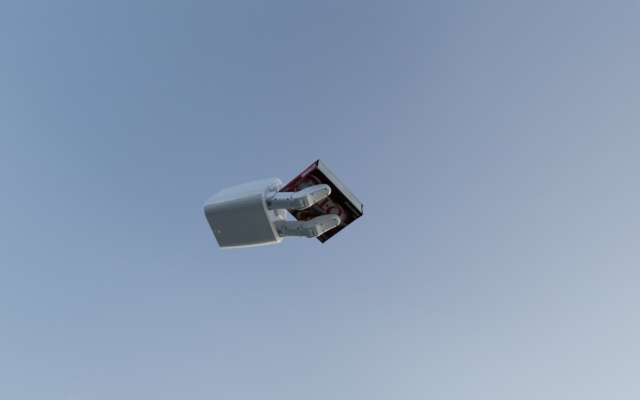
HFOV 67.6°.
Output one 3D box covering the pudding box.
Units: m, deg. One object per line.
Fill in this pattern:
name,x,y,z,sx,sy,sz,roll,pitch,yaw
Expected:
pudding box,0.000,0.002,0.769,0.090,0.113,0.039,-37,22,25
